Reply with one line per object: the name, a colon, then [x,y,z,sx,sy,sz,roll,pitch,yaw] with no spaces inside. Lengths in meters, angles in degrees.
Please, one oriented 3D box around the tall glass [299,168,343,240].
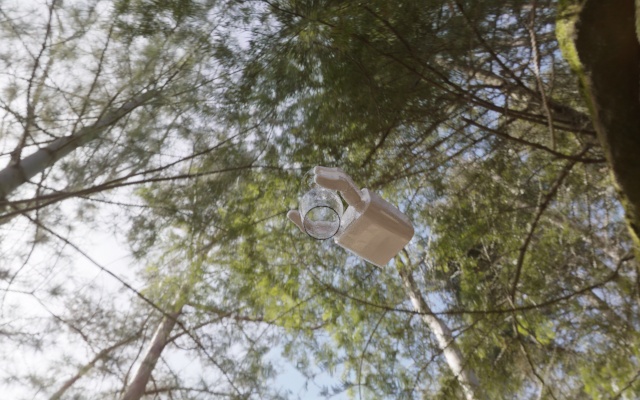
tall glass: [0.000,0.003,0.874,0.079,0.079,0.201,0,20,-1]
